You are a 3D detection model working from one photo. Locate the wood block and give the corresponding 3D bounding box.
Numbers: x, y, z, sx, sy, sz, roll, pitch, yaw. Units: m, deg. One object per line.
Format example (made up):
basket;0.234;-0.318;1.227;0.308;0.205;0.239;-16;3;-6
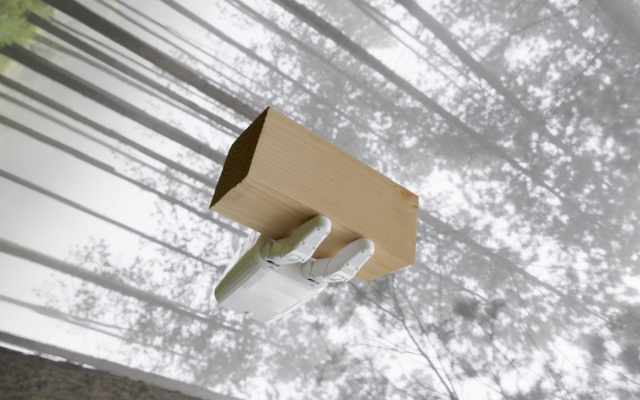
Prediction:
wood block;0.000;0.002;0.519;0.206;0.090;0.090;28;-37;-25
